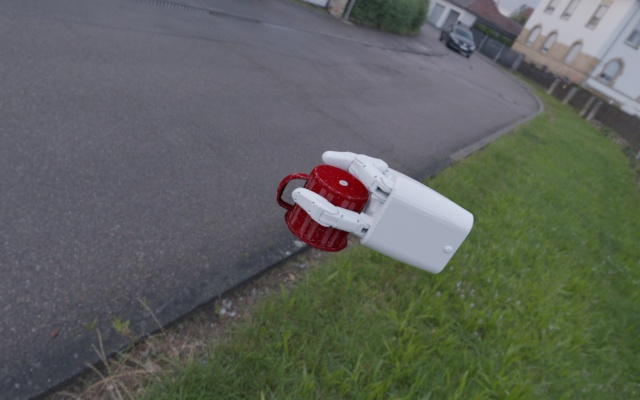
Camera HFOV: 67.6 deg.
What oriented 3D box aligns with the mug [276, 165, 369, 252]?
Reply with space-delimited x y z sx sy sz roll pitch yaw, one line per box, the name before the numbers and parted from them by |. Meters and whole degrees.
mug | -0.001 0.001 0.623 0.117 0.081 0.093 24 26 -8
